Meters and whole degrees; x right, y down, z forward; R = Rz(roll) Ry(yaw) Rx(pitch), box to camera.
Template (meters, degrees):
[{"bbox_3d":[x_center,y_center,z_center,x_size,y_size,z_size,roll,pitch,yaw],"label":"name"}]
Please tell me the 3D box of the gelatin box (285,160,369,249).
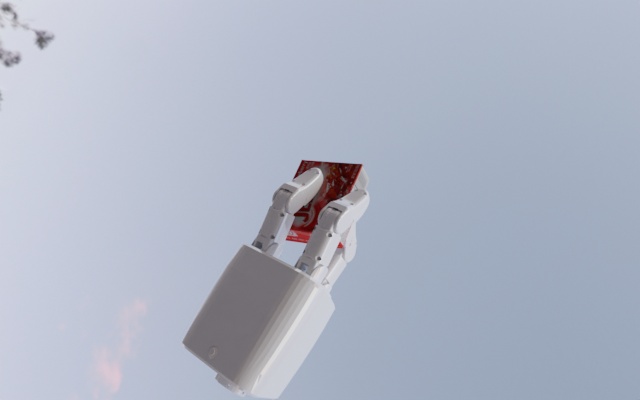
[{"bbox_3d":[0.000,0.002,0.485,0.073,0.089,0.030,7,-33,30],"label":"gelatin box"}]
